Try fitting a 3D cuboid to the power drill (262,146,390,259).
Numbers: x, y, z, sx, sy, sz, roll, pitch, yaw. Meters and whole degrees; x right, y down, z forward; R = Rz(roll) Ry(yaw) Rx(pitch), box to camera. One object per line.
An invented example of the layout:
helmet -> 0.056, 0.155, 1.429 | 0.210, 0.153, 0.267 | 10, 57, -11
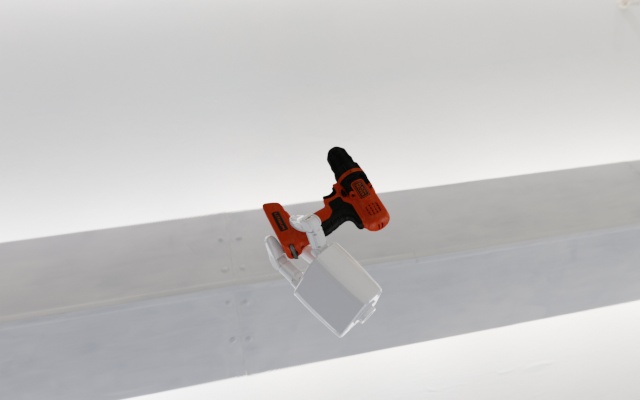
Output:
power drill -> 0.000, 0.003, 0.817 | 0.187, 0.184, 0.057 | -26, -34, -5
